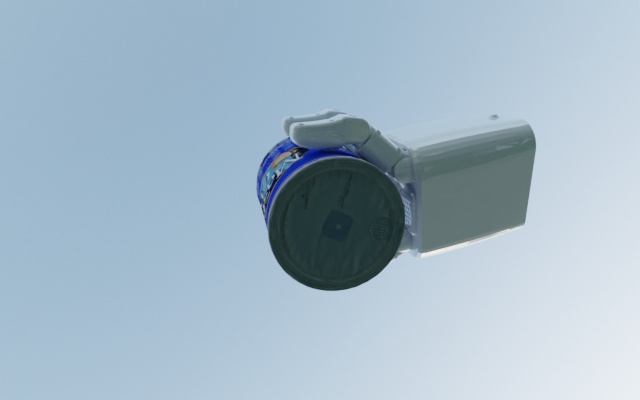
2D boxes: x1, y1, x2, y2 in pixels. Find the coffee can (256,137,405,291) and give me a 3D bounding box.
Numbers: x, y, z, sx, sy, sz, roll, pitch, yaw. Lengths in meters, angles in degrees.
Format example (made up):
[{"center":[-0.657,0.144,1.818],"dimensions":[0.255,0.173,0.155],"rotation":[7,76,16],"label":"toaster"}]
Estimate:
[{"center":[0.000,0.001,0.412],"dimensions":[0.103,0.103,0.140],"rotation":[0,15,-11],"label":"coffee can"}]
